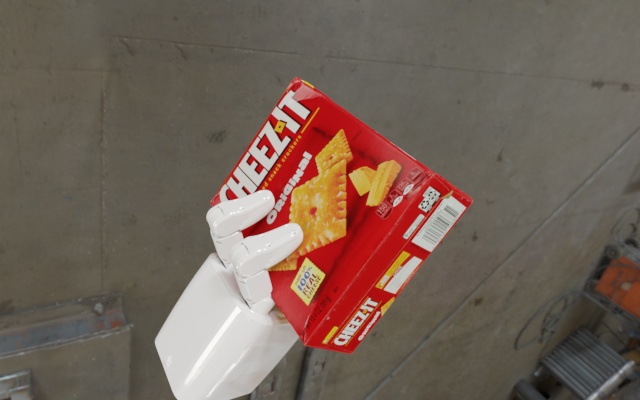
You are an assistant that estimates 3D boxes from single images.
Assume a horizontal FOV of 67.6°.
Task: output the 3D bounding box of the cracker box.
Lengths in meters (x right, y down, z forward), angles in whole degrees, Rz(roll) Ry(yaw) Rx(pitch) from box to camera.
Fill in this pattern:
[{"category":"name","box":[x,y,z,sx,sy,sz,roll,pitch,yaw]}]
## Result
[{"category":"cracker box","box":[0.000,0.002,0.436,0.072,0.164,0.213,27,13,-45]}]
